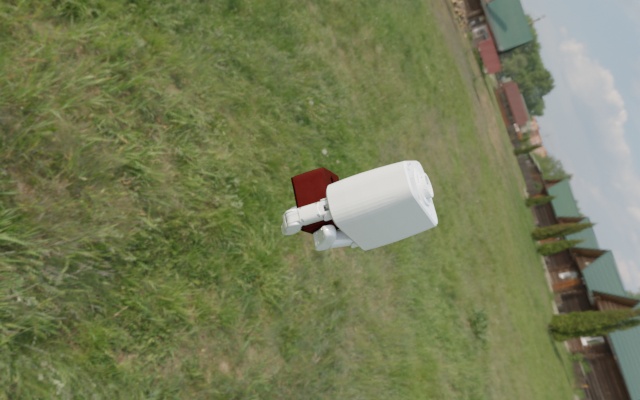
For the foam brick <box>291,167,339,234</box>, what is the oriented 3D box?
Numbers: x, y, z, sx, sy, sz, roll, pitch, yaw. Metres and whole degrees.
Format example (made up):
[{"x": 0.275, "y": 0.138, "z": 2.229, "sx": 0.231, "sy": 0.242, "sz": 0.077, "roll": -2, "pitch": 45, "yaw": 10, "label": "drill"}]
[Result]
[{"x": 0.000, "y": 0.002, "z": 0.649, "sx": 0.051, "sy": 0.078, "sz": 0.053, "roll": -20, "pitch": -20, "yaw": 22, "label": "foam brick"}]
